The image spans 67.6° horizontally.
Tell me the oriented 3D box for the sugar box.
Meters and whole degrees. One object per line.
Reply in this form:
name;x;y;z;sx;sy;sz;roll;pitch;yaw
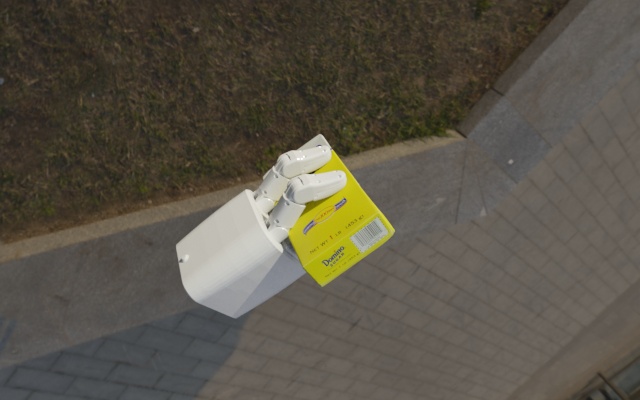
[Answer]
sugar box;0.000;0.002;0.526;0.093;0.048;0.176;-36;41;3
